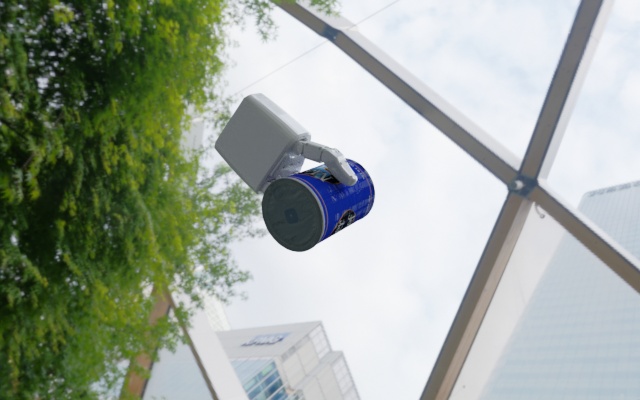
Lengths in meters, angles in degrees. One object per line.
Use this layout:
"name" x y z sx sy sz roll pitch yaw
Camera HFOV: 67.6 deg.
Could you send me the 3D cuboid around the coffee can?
"coffee can" 0.000 0.002 0.683 0.103 0.103 0.140 0 15 36
